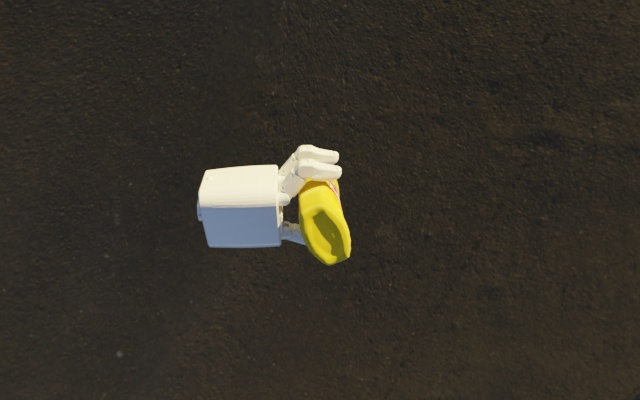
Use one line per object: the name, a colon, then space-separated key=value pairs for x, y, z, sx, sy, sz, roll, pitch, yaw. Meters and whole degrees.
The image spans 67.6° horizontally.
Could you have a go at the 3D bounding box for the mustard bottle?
mustard bottle: x=0.000 y=0.002 z=0.684 sx=0.058 sy=0.096 sz=0.191 roll=-24 pitch=27 yaw=8
